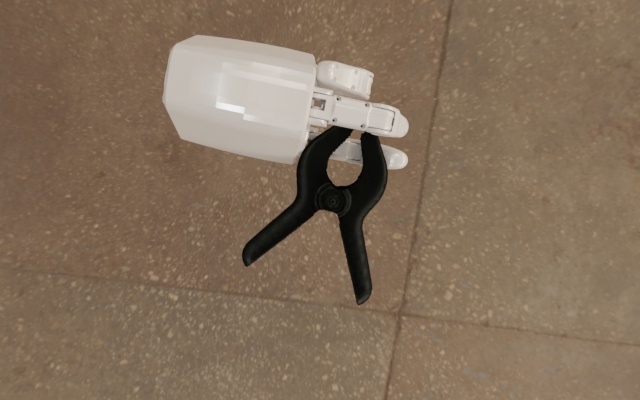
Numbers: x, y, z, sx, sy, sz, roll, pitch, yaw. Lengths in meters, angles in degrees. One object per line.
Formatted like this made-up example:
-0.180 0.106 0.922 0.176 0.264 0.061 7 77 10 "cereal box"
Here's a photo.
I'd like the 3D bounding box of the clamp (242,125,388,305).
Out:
0.000 0.001 0.418 0.120 0.171 0.039 10 6 -6 "clamp"
